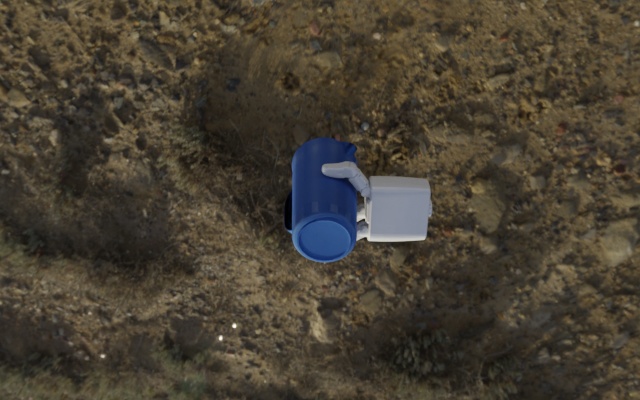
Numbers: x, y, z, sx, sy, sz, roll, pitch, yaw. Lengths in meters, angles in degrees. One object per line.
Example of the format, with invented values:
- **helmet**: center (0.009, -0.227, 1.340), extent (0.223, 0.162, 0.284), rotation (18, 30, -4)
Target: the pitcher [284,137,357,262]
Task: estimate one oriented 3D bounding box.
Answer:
- **pitcher**: center (0.000, 0.003, 0.883), extent (0.145, 0.149, 0.242), rotation (2, 35, 0)
